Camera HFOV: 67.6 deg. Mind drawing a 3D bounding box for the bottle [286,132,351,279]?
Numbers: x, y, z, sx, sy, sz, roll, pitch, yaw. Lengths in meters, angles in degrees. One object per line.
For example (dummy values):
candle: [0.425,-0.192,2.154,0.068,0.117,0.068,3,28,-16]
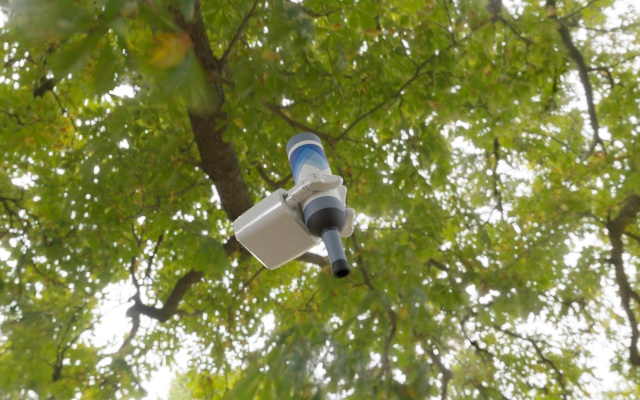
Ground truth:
bottle: [0.000,0.002,0.799,0.069,0.295,0.069,-9,-42,-9]
